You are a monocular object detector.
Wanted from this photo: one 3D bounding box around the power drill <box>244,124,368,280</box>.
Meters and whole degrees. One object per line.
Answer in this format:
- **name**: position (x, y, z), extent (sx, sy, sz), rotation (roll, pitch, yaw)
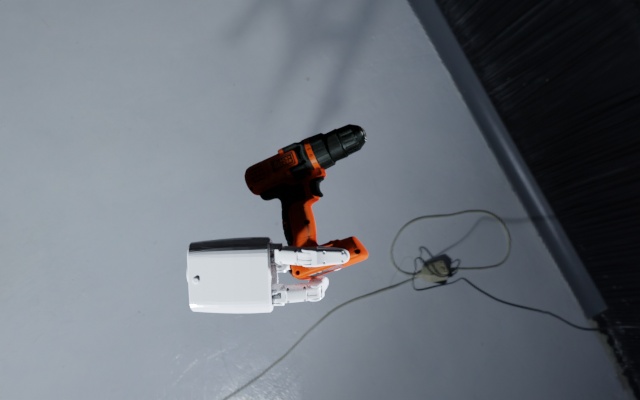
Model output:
- **power drill**: position (0.000, 0.003, 0.659), extent (0.184, 0.187, 0.057), rotation (-23, -18, 13)
